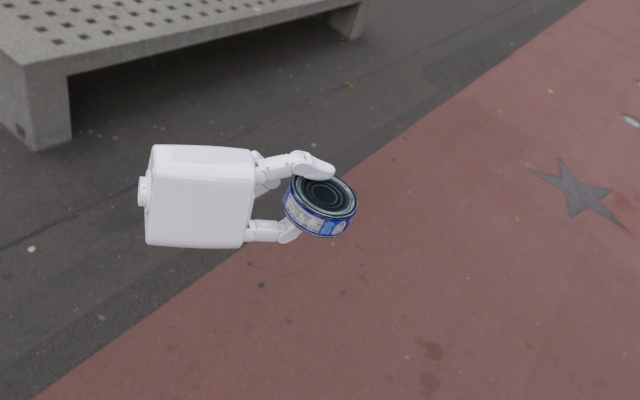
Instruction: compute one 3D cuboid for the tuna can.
[{"bbox_3d":[0.000,0.001,0.565,0.086,0.034,0.086,17,38,-14],"label":"tuna can"}]
